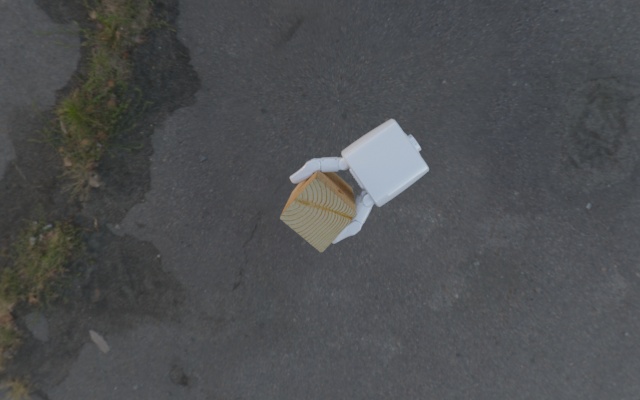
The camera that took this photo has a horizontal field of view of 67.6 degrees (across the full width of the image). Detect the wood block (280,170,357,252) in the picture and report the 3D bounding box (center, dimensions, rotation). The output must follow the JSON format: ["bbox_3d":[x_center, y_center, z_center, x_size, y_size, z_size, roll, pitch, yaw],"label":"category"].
[{"bbox_3d":[0.000,0.002,0.849,0.091,0.090,0.206,41,10,-6],"label":"wood block"}]
